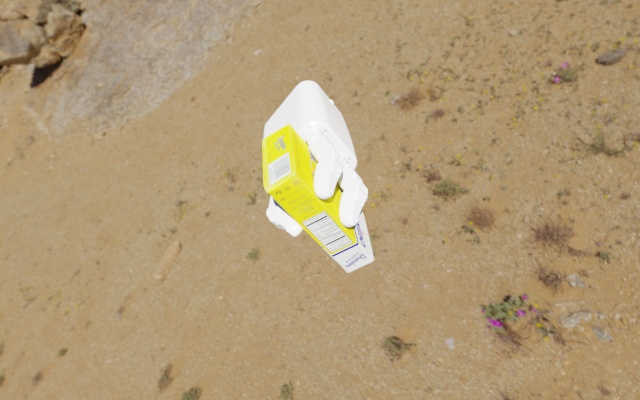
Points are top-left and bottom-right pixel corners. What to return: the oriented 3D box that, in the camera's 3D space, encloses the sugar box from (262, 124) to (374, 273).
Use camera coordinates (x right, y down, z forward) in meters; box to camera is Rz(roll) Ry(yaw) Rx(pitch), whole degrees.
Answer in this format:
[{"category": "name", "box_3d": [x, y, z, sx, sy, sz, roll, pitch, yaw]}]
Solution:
[{"category": "sugar box", "box_3d": [0.000, 0.001, 0.567, 0.048, 0.093, 0.176, -29, -49, 19]}]
